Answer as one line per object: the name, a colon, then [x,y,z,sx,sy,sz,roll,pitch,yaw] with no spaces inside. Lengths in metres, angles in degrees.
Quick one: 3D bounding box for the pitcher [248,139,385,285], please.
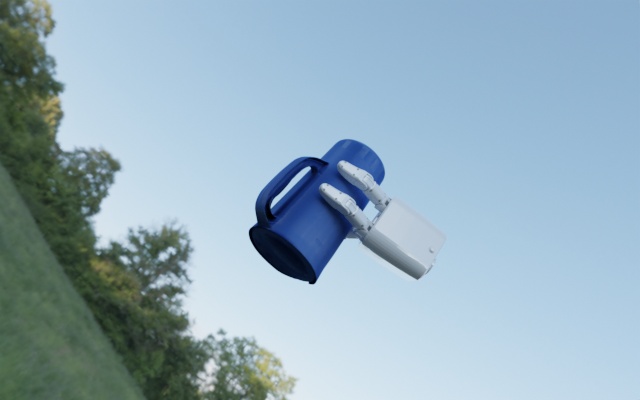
pitcher: [0.000,0.003,0.787,0.145,0.242,0.149,36,-28,6]
